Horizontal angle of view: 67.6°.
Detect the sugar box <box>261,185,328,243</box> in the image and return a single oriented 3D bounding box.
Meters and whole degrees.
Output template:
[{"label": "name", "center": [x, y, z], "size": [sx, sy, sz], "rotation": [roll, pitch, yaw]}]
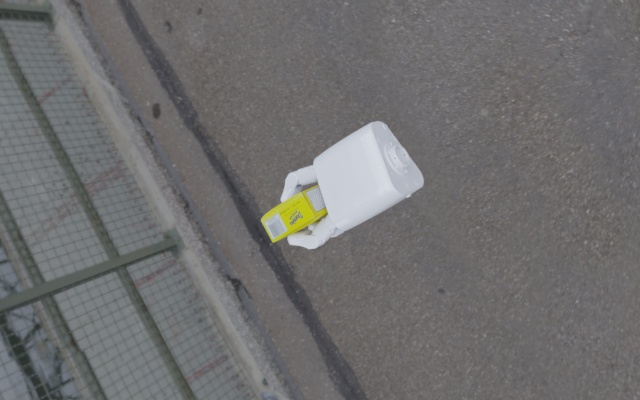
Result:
[{"label": "sugar box", "center": [0.000, 0.003, 0.719], "size": [0.093, 0.048, 0.176], "rotation": [-31, -6, 37]}]
